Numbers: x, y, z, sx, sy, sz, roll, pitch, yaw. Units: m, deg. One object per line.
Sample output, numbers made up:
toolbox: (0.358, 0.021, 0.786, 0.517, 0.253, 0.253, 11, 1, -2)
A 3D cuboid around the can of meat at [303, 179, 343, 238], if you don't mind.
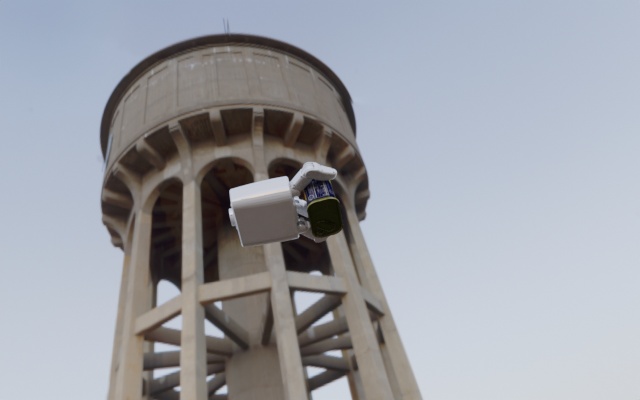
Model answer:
can of meat: (0.000, 0.003, 0.864, 0.057, 0.084, 0.102, -14, -41, -2)
